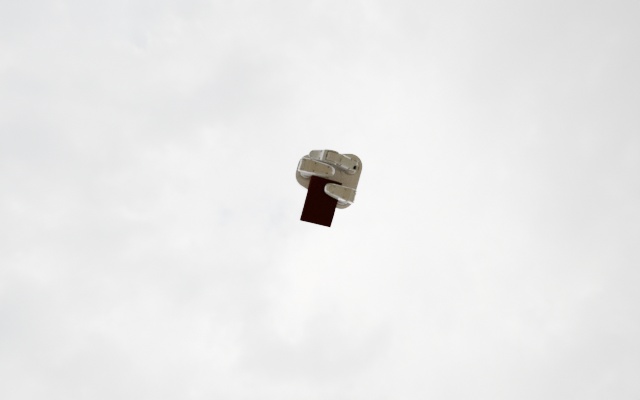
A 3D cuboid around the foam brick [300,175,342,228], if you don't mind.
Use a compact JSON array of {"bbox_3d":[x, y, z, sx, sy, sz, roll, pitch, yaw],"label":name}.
[{"bbox_3d":[0.000,0.003,0.788,0.053,0.078,0.051,16,-3,-3],"label":"foam brick"}]
